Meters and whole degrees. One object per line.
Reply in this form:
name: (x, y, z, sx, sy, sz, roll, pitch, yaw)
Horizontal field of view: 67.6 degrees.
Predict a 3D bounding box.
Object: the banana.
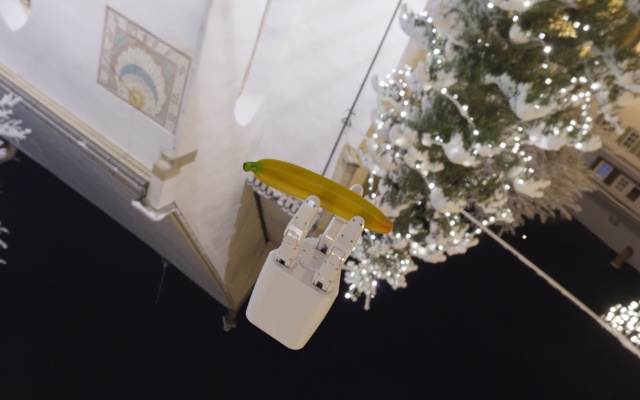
banana: (-0.004, -0.008, 0.591, 0.198, 0.037, 0.069, 22, 23, -13)
